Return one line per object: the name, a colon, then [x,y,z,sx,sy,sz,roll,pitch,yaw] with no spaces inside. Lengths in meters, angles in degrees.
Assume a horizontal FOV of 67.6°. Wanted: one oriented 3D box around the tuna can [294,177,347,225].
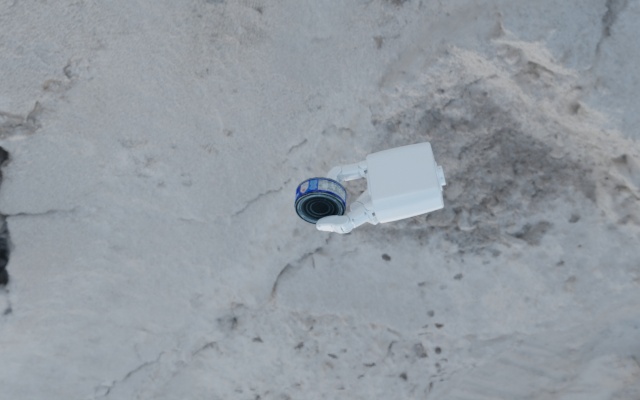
tuna can: [0.000,0.003,0.784,0.086,0.033,0.086,3,-41,3]
